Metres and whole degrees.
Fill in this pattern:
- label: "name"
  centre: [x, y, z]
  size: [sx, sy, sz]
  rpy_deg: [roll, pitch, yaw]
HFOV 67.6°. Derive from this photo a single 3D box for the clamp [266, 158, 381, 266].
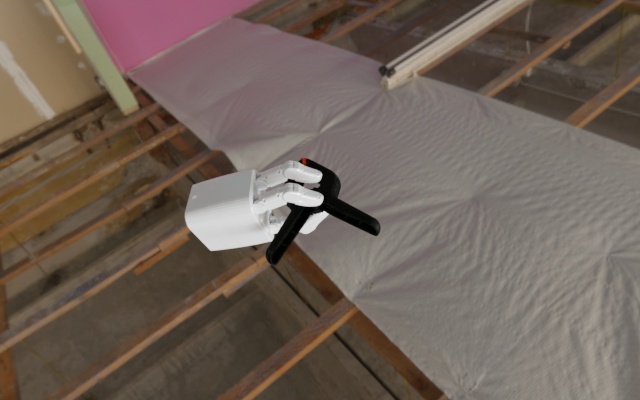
- label: "clamp"
  centre: [0.000, 0.003, 0.728]
  size: [0.164, 0.036, 0.209]
  rpy_deg: [-11, 41, 7]
